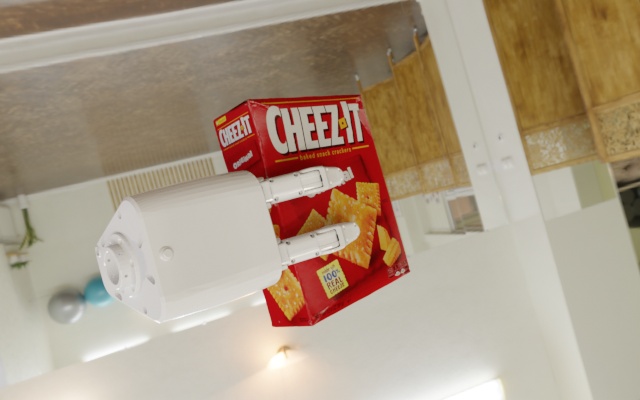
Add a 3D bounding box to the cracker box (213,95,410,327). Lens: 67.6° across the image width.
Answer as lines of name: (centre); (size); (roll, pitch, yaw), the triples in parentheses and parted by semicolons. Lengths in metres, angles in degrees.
cracker box: (0.000, 0.002, 0.500); (0.164, 0.213, 0.072); (-15, -1, -45)
